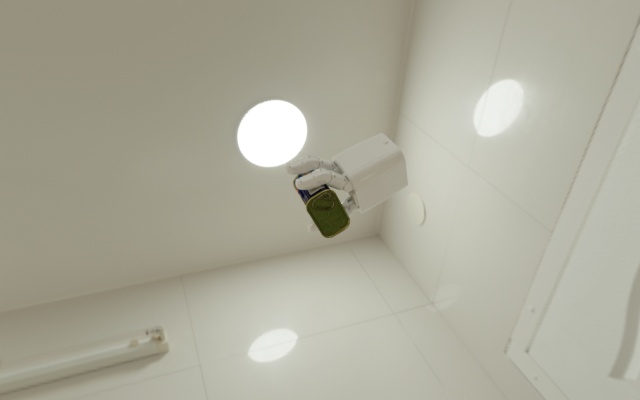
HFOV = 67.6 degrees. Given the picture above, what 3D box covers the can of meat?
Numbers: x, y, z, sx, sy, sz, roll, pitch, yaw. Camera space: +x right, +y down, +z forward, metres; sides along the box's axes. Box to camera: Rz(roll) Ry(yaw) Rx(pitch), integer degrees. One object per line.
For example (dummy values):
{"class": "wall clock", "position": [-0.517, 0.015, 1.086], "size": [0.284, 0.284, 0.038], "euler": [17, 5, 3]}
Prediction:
{"class": "can of meat", "position": [0.000, 0.003, 0.851], "size": [0.057, 0.102, 0.084], "euler": [-32, 40, -1]}
